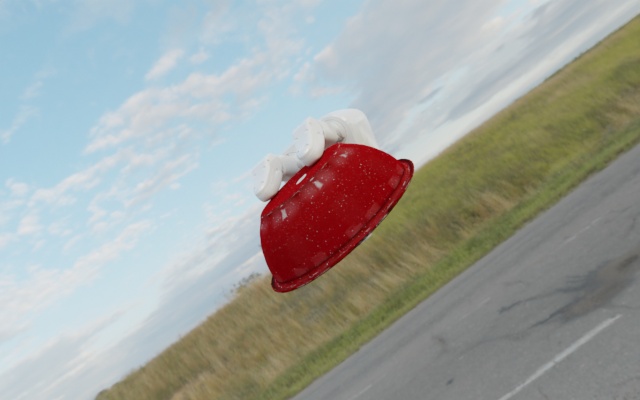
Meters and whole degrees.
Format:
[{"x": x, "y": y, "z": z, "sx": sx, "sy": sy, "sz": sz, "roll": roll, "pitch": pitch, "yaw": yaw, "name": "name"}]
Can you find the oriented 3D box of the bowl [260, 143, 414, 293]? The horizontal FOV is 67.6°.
[{"x": 0.000, "y": 0.001, "z": 0.408, "sx": 0.162, "sy": 0.055, "sz": 0.162, "roll": -41, "pitch": 11, "yaw": 10, "name": "bowl"}]
